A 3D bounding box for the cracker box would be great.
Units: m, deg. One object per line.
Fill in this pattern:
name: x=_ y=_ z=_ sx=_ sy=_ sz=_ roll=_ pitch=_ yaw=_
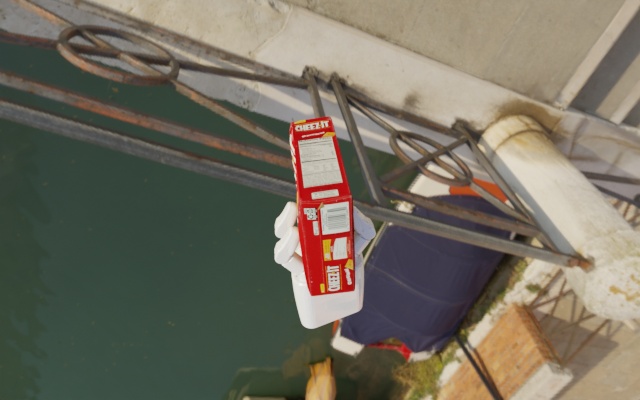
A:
cracker box: x=0.000 y=0.002 z=0.687 sx=0.072 sy=0.164 sz=0.213 roll=-7 pitch=36 yaw=-2
